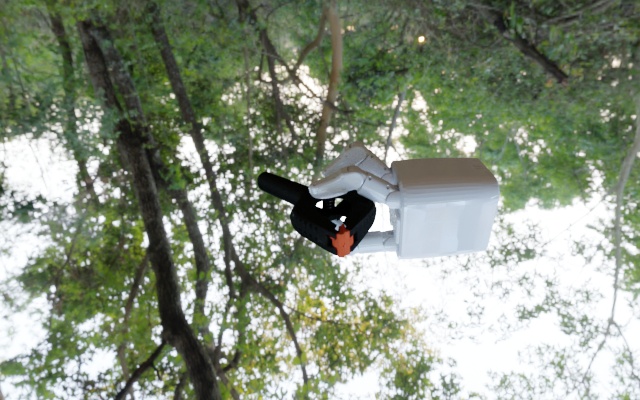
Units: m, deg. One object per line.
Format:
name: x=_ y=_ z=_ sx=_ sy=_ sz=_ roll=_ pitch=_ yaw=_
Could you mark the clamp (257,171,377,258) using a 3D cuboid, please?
clamp: x=0.000 y=0.003 z=0.553 sx=0.164 sy=0.036 sz=0.210 roll=-5 pitch=24 yaw=2
